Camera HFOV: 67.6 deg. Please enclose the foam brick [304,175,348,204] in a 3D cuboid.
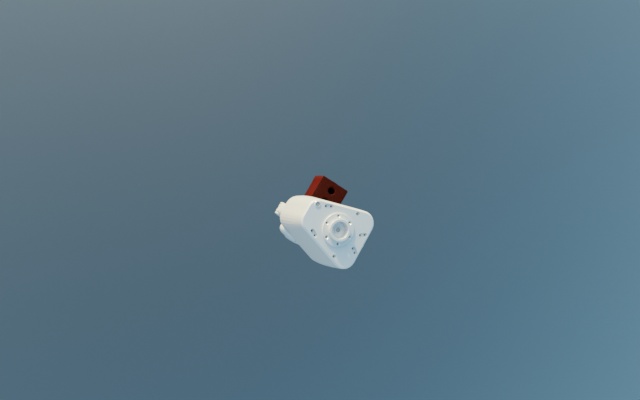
[{"bbox_3d":[0.000,0.002,0.818,0.053,0.078,0.051,32,-10,-16],"label":"foam brick"}]
